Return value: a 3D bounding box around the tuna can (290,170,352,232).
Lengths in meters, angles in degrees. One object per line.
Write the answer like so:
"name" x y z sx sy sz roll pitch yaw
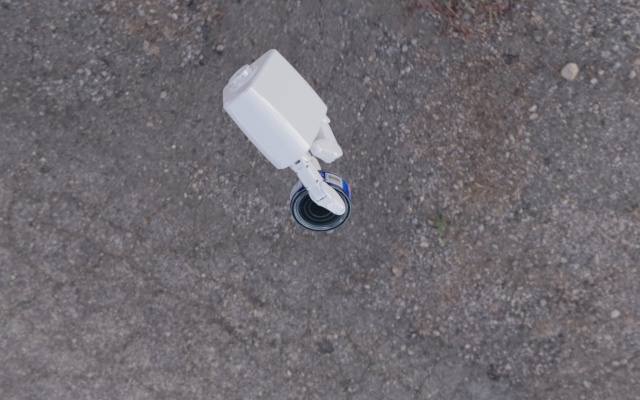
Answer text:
"tuna can" 0.000 0.003 0.659 0.086 0.086 0.033 0 37 -2
